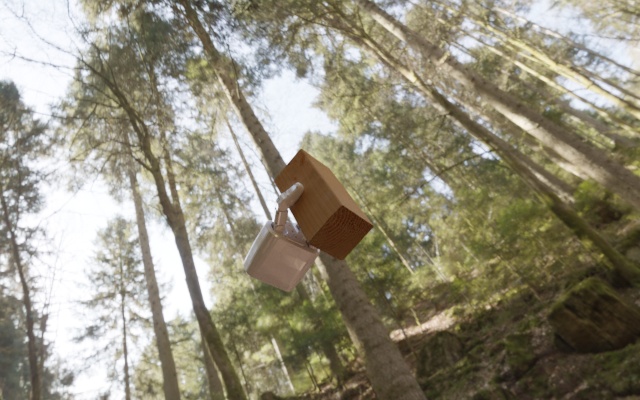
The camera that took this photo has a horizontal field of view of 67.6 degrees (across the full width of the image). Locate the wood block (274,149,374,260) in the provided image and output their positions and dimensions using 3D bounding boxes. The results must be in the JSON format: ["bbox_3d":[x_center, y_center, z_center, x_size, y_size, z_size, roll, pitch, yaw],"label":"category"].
[{"bbox_3d":[0.000,0.003,0.890,0.091,0.090,0.206,32,15,-38],"label":"wood block"}]
